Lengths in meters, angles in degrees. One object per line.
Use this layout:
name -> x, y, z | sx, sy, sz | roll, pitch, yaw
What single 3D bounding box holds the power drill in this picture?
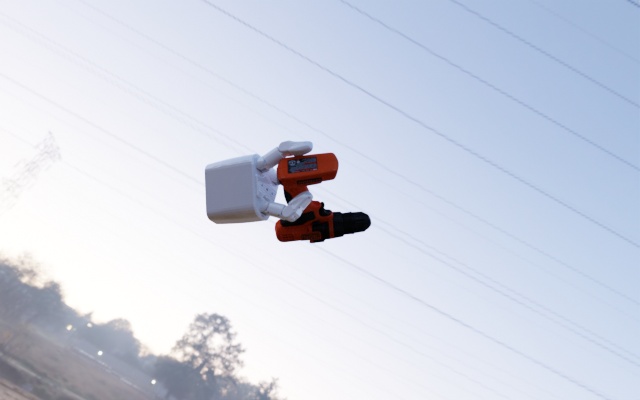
power drill -> 0.000, 0.002, 0.861 | 0.184, 0.188, 0.057 | -8, 44, -2
